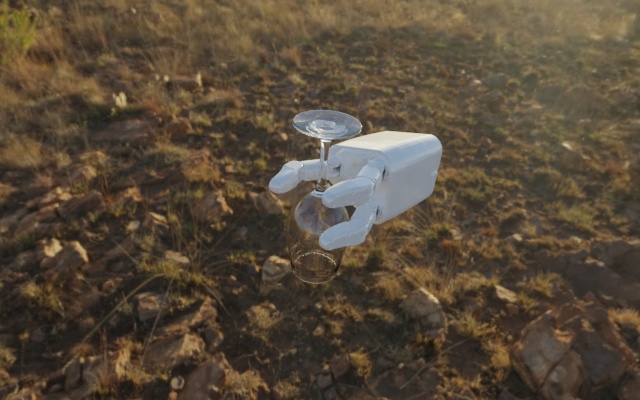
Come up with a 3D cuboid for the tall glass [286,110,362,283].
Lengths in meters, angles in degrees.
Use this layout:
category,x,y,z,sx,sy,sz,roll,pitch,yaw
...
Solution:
category,x,y,z,sx,sy,sz,roll,pitch,yaw
tall glass,0.000,0.001,0.560,0.079,0.201,0.079,4,32,-2
